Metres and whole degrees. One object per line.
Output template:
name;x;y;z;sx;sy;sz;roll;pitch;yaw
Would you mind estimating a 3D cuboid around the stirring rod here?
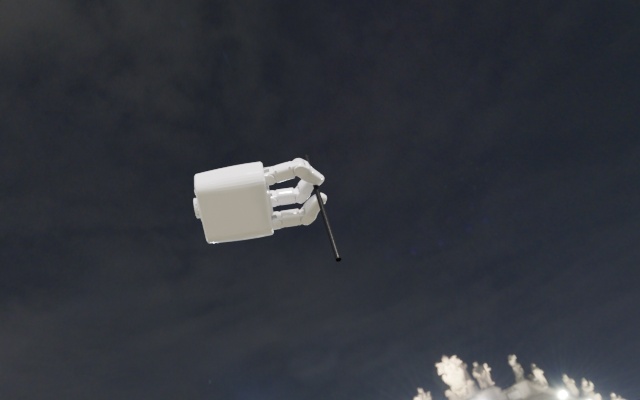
stirring rod;0.000;0.002;0.734;0.011;0.011;0.239;0;40;-15
